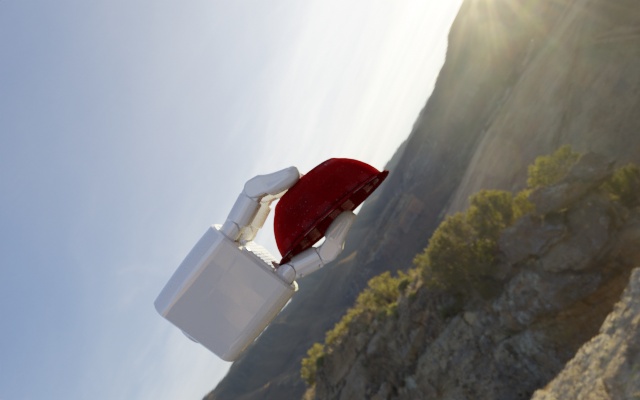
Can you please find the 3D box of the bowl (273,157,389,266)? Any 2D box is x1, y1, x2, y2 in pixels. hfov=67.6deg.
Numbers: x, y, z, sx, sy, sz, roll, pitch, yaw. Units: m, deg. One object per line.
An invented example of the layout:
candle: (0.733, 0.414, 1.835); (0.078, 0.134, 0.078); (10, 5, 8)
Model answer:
bowl: (0.001, 0.001, 0.540); (0.162, 0.055, 0.162); (-40, -8, -7)
